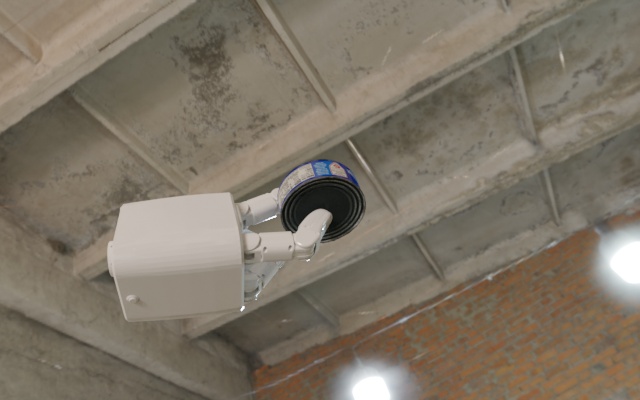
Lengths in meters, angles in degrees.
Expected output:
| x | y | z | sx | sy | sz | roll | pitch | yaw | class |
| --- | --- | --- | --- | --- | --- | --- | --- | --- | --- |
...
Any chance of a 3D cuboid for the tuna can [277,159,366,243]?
| x | y | z | sx | sy | sz | roll | pitch | yaw | class |
| --- | --- | --- | --- | --- | --- | --- | --- | --- | --- |
| 0.000 | 0.001 | 0.481 | 0.086 | 0.086 | 0.033 | 0 | 39 | -15 | tuna can |
